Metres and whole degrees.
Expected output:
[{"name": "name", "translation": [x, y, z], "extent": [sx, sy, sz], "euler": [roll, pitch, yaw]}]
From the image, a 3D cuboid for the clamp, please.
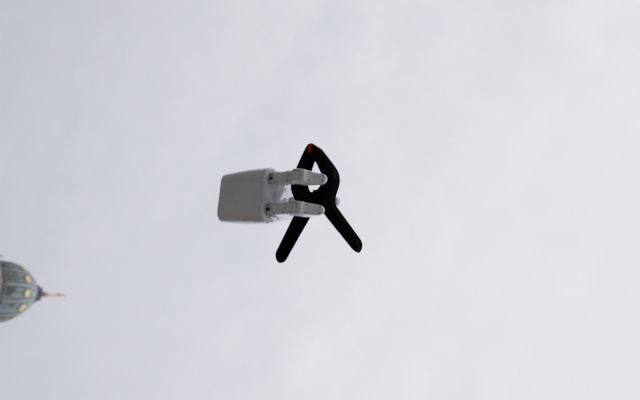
[{"name": "clamp", "translation": [0.000, 0.002, 0.814], "extent": [0.164, 0.210, 0.036], "euler": [-3, -15, 30]}]
